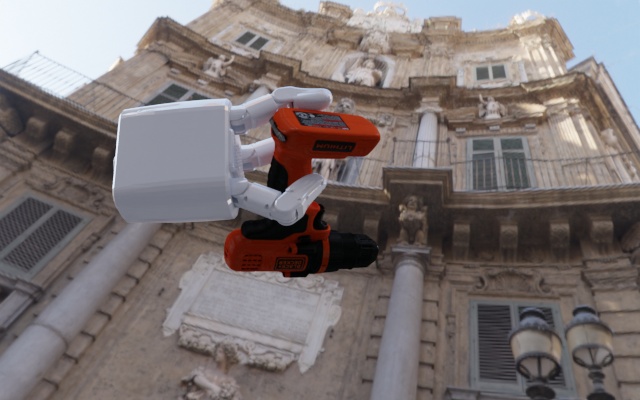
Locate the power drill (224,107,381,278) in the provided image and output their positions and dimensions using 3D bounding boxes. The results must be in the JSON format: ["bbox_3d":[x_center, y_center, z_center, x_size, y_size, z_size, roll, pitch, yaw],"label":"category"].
[{"bbox_3d":[0.000,0.001,0.510,0.184,0.188,0.057,2,31,-25],"label":"power drill"}]
